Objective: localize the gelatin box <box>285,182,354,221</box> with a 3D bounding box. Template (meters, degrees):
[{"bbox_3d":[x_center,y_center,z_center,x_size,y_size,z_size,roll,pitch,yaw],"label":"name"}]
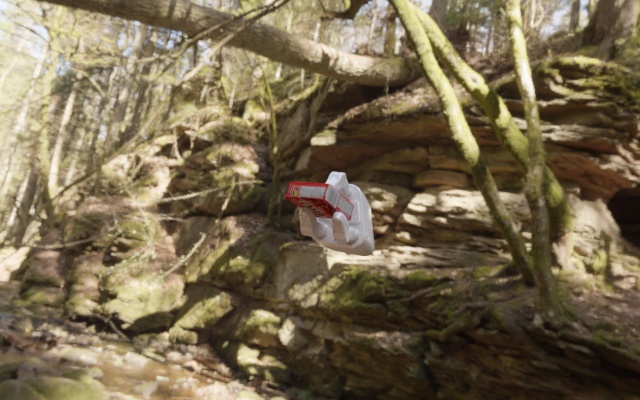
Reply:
[{"bbox_3d":[0.000,0.002,0.744,0.073,0.030,0.089,5,-20,33],"label":"gelatin box"}]
